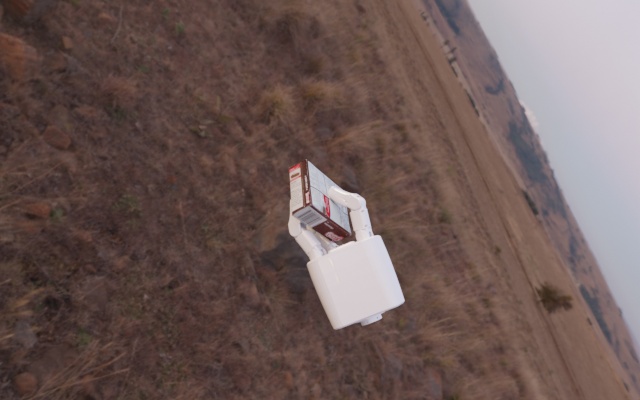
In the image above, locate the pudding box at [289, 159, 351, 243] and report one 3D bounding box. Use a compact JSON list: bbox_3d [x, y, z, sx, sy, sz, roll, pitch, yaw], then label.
[{"bbox_3d":[0.000,0.002,0.738,0.039,0.090,0.113,-26,-40,23],"label":"pudding box"}]
